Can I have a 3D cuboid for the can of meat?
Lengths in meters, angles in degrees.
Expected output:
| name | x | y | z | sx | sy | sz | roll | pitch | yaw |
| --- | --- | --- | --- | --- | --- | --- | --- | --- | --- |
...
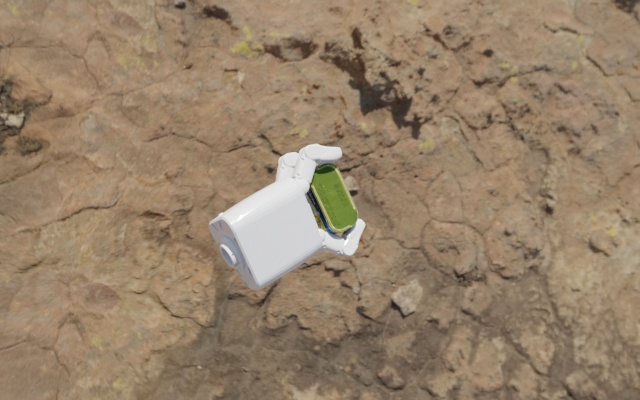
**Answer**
| name | x | y | z | sx | sy | sz | roll | pitch | yaw |
| --- | --- | --- | --- | --- | --- | --- | --- | --- | --- |
| can of meat | 0.000 | 0.002 | 0.685 | 0.057 | 0.102 | 0.084 | -28 | 4 | -28 |
